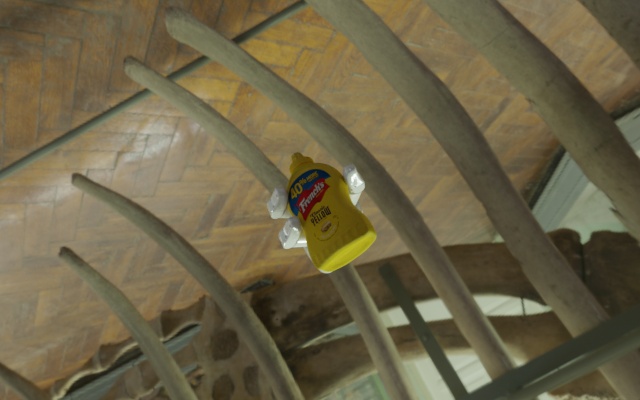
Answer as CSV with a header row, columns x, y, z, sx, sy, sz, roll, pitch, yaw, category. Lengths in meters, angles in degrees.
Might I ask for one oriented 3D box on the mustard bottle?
x,y,z,sx,sy,sz,roll,pitch,yaw,category
0.000,0.002,0.705,0.096,0.191,0.058,-39,-33,19,mustard bottle
